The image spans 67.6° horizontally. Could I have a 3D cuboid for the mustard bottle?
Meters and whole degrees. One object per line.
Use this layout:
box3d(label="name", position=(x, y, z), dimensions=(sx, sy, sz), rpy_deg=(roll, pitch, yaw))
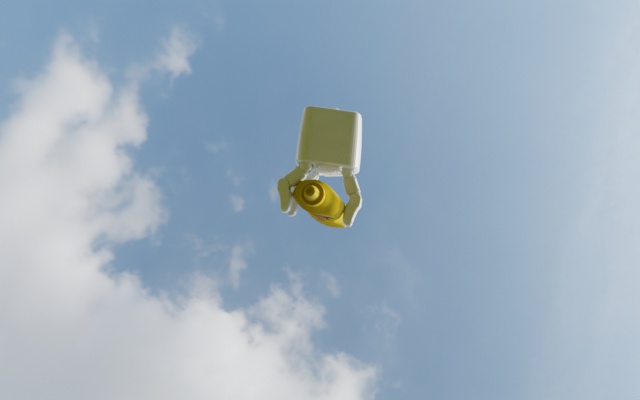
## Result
box3d(label="mustard bottle", position=(0.000, 0.003, 0.862), dimensions=(0.096, 0.058, 0.192), rpy_deg=(28, -6, 15))
